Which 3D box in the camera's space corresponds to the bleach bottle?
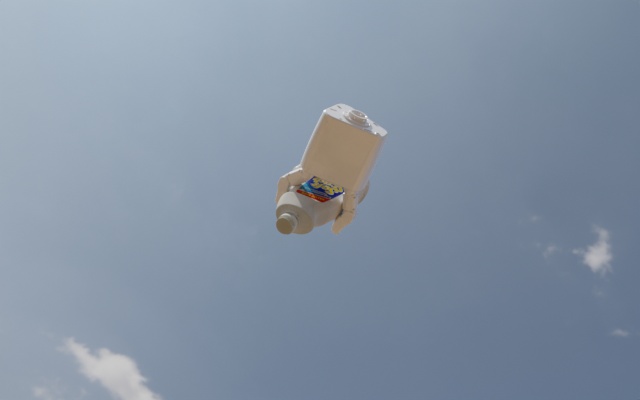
[{"bbox_3d":[0.000,0.003,0.841,0.102,0.068,0.250,31,29,11],"label":"bleach bottle"}]
